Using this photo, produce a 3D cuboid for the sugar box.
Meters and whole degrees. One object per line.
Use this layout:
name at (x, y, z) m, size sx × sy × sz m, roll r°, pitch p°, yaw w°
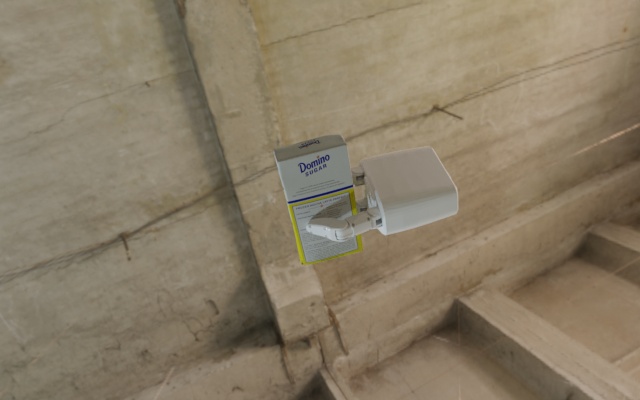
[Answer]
sugar box at (0.000, 0.002, 0.654) m, size 0.093 × 0.176 × 0.048 m, roll -14°, pitch 31°, yaw -5°
